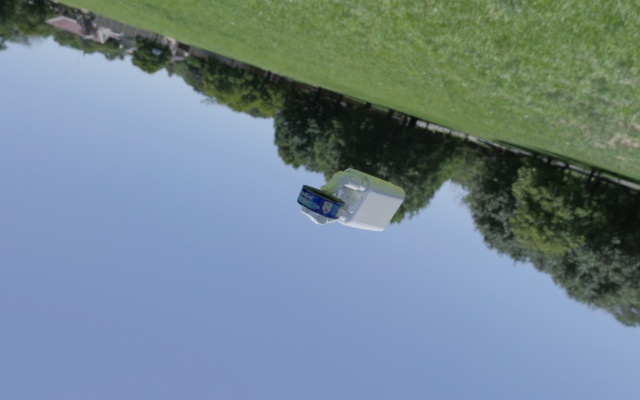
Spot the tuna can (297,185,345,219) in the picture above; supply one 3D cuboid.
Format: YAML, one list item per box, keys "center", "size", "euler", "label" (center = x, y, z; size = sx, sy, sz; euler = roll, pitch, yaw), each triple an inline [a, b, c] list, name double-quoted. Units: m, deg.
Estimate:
- center: [0.000, 0.003, 0.887]
  size: [0.086, 0.034, 0.086]
  euler: [23, 7, -3]
  label: "tuna can"
